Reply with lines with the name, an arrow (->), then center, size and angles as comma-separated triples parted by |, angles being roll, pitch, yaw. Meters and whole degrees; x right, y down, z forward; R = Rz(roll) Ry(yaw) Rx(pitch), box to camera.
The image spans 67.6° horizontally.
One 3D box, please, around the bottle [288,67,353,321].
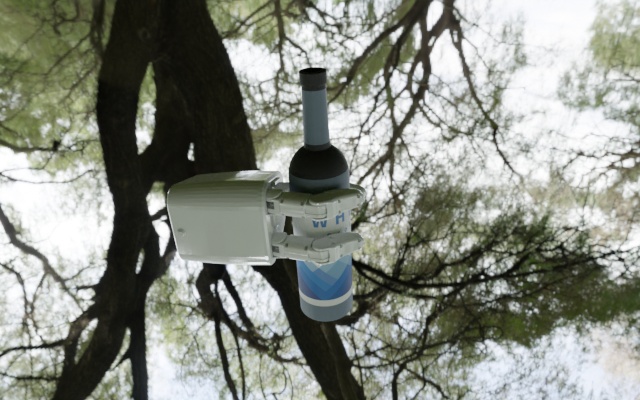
bottle -> 0.000, 0.002, 0.537 | 0.069, 0.296, 0.069 | -3, 28, 1
